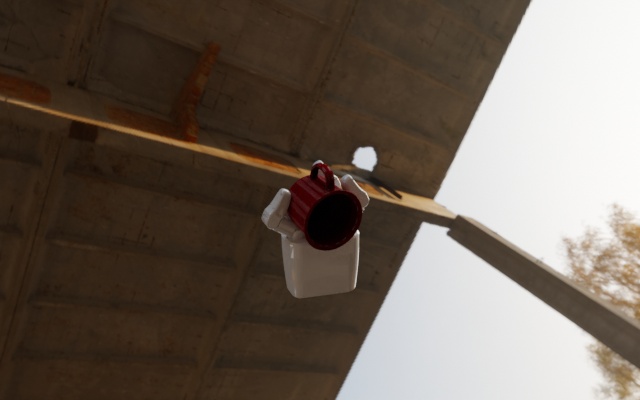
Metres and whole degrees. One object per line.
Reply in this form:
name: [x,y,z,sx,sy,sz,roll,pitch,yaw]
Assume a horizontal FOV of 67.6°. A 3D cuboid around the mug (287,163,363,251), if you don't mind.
mug: [0.000,0.001,0.685,0.093,0.117,0.081,-14,30,-24]
